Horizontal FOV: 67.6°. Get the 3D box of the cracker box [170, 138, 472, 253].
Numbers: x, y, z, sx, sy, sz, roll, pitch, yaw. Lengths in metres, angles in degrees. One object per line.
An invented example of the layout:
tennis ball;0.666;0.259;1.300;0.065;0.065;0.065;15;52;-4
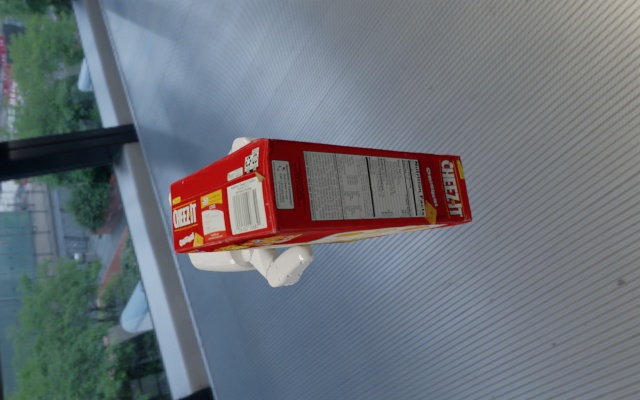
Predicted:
cracker box;0.000;0.002;0.425;0.214;0.072;0.164;-1;-9;-39
